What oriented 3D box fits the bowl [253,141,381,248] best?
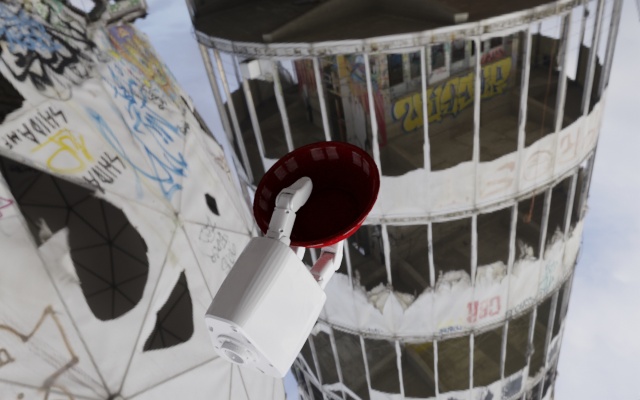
[{"bbox_3d":[0.001,0.001,0.598,0.162,0.162,0.055,0,-36,21],"label":"bowl"}]
